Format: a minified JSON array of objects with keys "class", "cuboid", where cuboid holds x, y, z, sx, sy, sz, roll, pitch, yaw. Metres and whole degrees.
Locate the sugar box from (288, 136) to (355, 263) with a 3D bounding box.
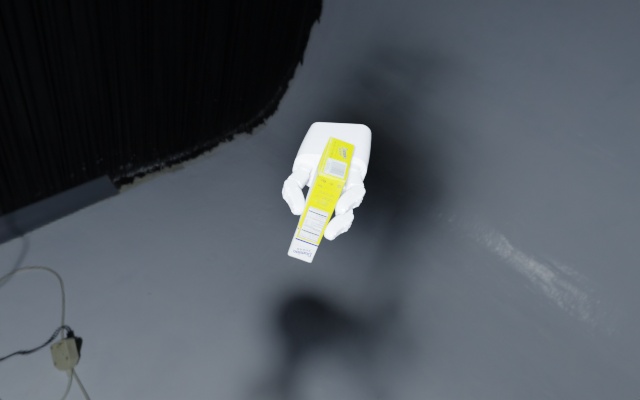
[{"class":"sugar box","cuboid":[0.001,0.002,0.718,0.048,0.176,0.093,18,42,0]}]
